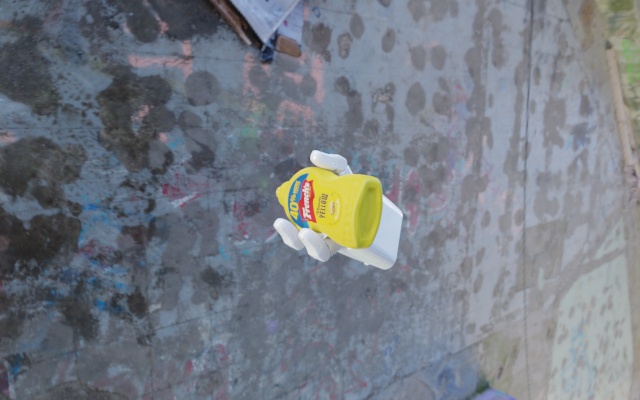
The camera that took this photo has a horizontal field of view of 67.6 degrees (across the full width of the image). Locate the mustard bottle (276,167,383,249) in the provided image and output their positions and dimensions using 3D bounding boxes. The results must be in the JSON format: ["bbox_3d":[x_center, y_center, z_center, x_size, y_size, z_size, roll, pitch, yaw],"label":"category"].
[{"bbox_3d":[0.000,0.002,0.679,0.058,0.096,0.191,0,9,-41],"label":"mustard bottle"}]
